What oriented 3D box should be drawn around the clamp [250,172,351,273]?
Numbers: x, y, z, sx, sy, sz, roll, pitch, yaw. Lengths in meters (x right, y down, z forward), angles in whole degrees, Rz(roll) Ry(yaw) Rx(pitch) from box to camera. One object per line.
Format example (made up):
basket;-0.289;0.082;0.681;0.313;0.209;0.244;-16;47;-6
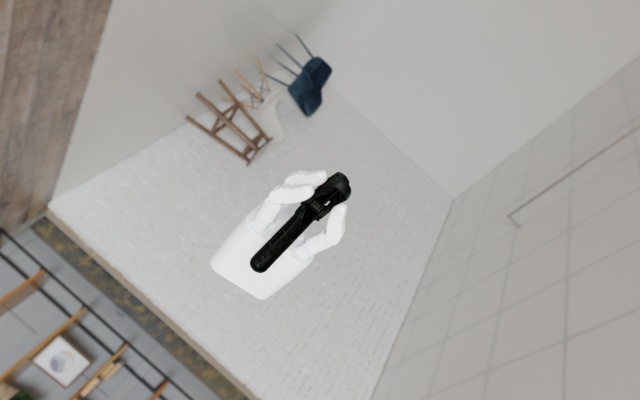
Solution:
clamp;0.001;0.003;0.639;0.165;0.036;0.210;-40;5;29
